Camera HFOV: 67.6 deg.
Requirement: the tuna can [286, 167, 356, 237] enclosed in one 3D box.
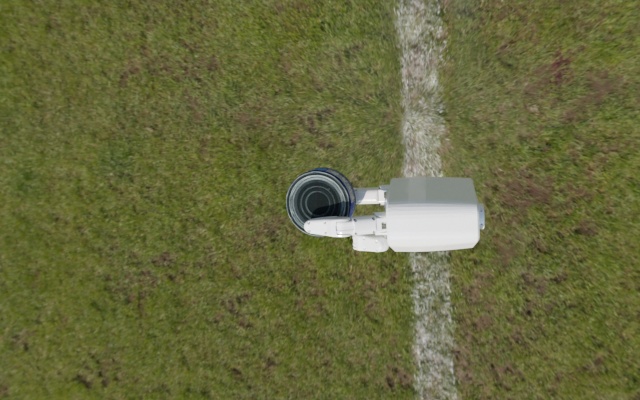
[{"bbox_3d":[0.000,0.002,0.608,0.086,0.086,0.033,0,10,16],"label":"tuna can"}]
